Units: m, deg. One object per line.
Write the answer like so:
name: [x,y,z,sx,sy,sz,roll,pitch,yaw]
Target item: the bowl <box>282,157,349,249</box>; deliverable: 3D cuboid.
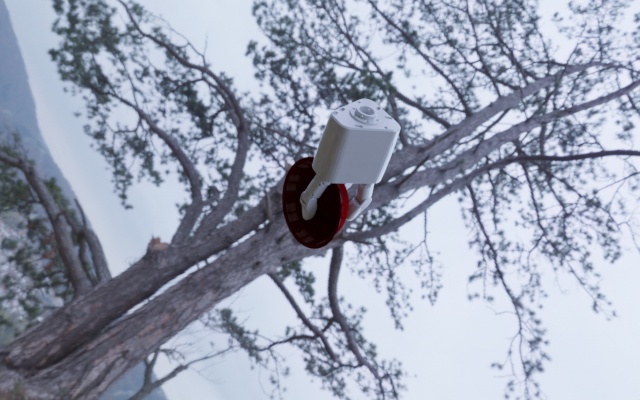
bowl: [0.000,0.004,0.851,0.055,0.162,0.162,-5,3,-41]
